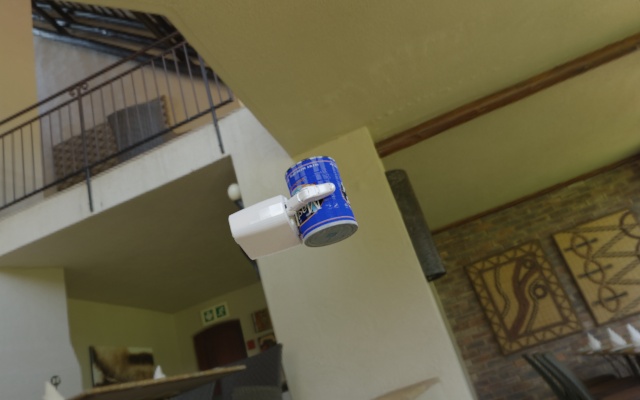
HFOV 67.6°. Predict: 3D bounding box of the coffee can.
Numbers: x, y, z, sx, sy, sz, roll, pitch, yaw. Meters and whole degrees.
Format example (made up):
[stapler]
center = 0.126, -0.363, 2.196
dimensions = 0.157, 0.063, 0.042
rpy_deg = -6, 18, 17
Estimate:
[coffee can]
center = 0.000, 0.003, 0.890
dimensions = 0.103, 0.140, 0.103
rpy_deg = -15, -22, -6
